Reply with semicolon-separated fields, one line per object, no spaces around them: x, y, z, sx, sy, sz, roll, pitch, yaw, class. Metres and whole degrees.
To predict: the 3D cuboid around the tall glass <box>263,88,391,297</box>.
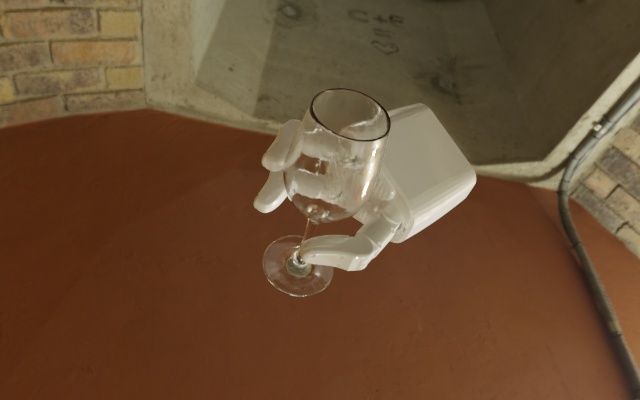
0.000;0.002;0.421;0.079;0.079;0.201;0;-41;-17;tall glass
